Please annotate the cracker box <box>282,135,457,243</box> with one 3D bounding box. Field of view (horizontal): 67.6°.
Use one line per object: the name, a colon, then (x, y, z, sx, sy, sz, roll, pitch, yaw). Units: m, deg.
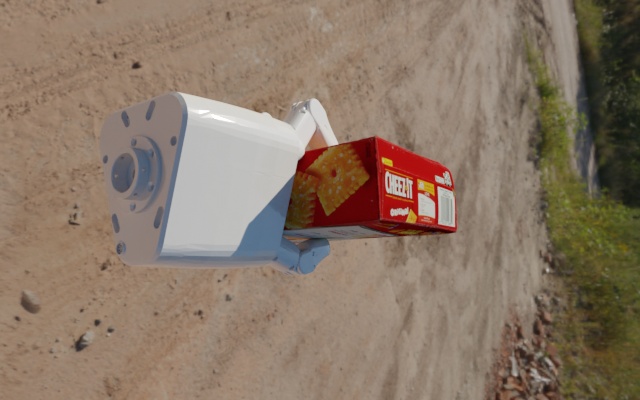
cracker box: (0.000, 0.002, 0.459, 0.214, 0.072, 0.164, -7, -9, 35)
